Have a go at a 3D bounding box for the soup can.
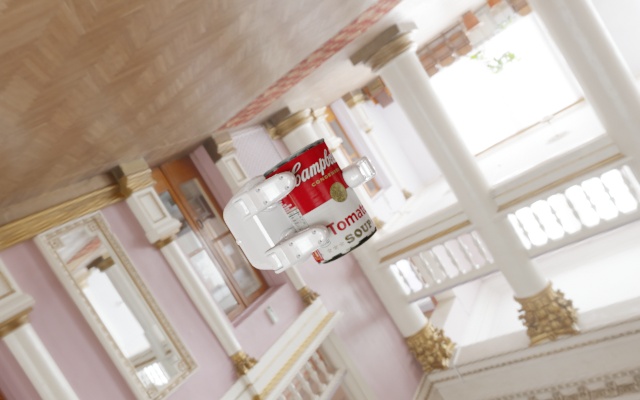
[{"bbox_3d":[0.001,0.002,0.455,0.068,0.102,0.068,-31,3,2],"label":"soup can"}]
